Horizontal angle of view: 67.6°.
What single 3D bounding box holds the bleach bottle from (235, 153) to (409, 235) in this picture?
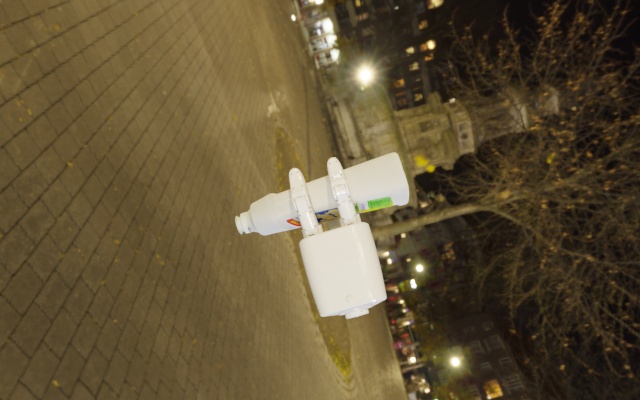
[{"bbox_3d":[0.000,0.002,0.703,0.251,0.068,0.102,-17,-16,5],"label":"bleach bottle"}]
